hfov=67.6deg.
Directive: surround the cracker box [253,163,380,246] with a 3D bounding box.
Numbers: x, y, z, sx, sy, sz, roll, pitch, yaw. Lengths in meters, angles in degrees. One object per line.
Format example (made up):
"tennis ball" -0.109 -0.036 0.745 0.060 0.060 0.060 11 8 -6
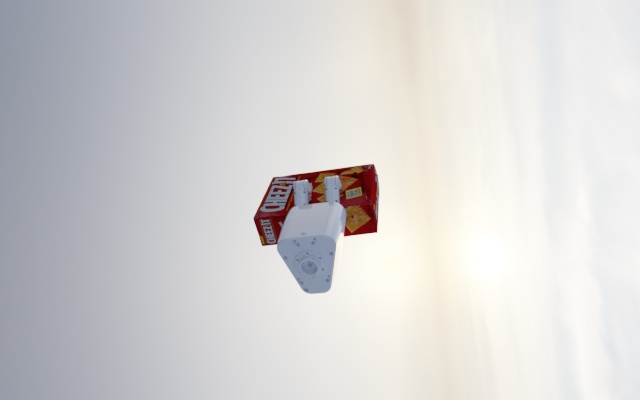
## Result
"cracker box" 0.000 0.003 0.892 0.214 0.072 0.164 -7 28 12
